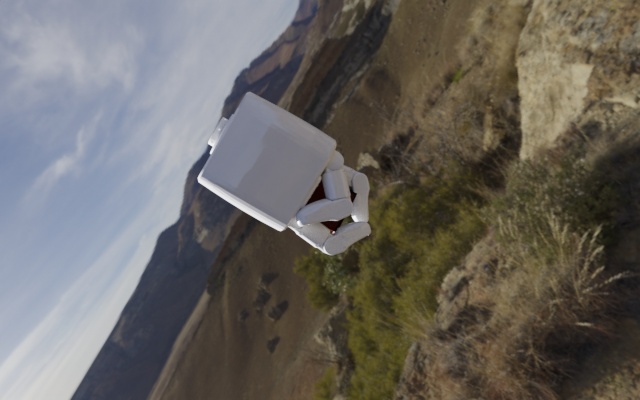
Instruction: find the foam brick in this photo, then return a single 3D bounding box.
[{"bbox_3d":[0.000,0.002,0.567,0.051,0.053,0.078,30,-8,-12],"label":"foam brick"}]
